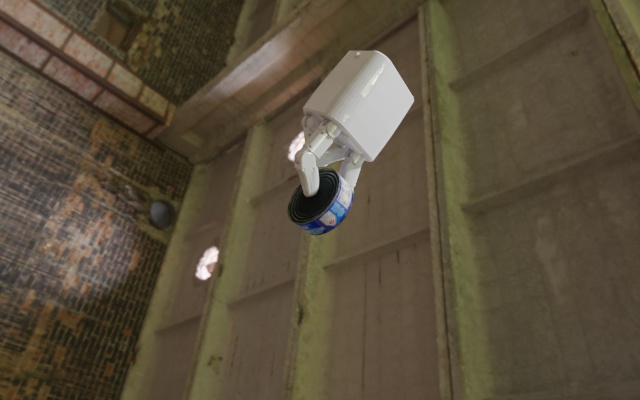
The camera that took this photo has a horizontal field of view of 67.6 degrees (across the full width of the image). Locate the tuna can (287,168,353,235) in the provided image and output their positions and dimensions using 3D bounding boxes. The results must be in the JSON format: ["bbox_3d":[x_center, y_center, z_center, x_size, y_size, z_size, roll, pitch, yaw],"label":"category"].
[{"bbox_3d":[0.000,0.002,0.620,0.086,0.086,0.034,0,-34,48],"label":"tuna can"}]
